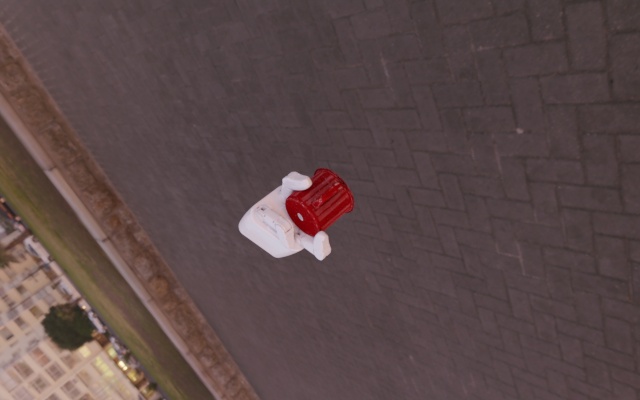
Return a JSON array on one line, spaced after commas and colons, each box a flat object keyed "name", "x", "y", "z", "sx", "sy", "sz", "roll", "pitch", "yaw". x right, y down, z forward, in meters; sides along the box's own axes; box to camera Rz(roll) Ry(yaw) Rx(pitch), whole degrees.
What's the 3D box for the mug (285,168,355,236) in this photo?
[{"name": "mug", "x": 0.001, "y": 0.002, "z": 0.784, "sx": 0.081, "sy": 0.093, "sz": 0.117, "roll": -40, "pitch": 2, "yaw": -27}]
